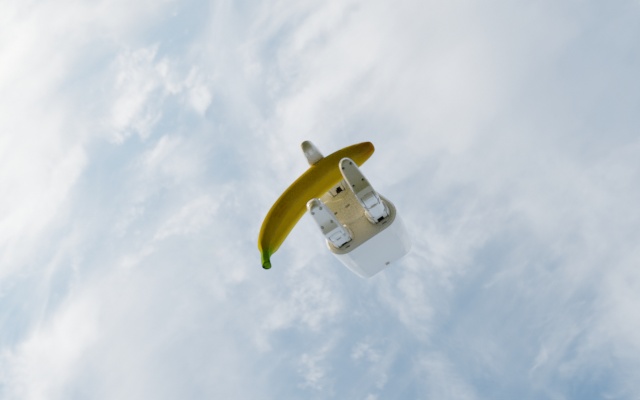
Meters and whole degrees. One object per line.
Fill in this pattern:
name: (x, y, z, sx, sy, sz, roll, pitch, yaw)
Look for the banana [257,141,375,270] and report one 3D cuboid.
banana: (-0.014, -0.002, 0.576, 0.069, 0.197, 0.037, 28, -17, 43)
